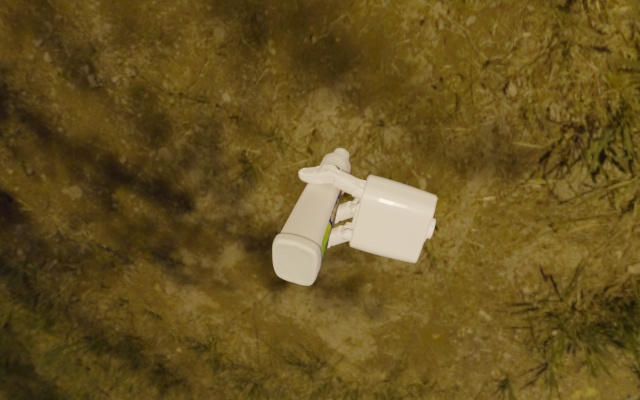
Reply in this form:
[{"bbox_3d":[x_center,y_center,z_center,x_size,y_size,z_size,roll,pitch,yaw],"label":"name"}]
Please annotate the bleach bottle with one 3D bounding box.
[{"bbox_3d":[0.000,0.003,0.740,0.068,0.250,0.103,16,-41,8],"label":"bleach bottle"}]
